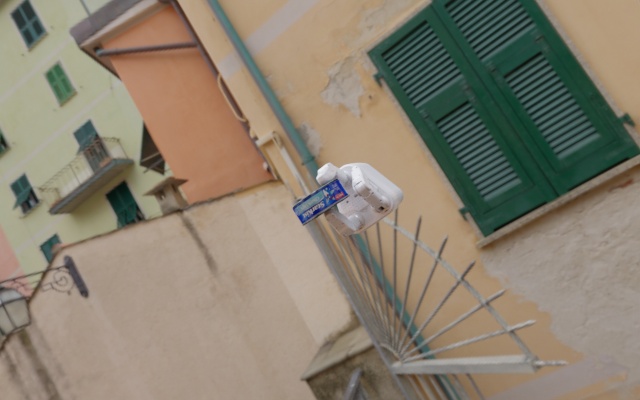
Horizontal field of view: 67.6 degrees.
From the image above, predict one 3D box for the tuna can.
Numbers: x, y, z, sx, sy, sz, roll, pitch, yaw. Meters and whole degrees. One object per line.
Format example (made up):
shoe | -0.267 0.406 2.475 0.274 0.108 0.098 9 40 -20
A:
tuna can | 0.000 0.002 0.730 0.086 0.034 0.086 -33 -2 -1
